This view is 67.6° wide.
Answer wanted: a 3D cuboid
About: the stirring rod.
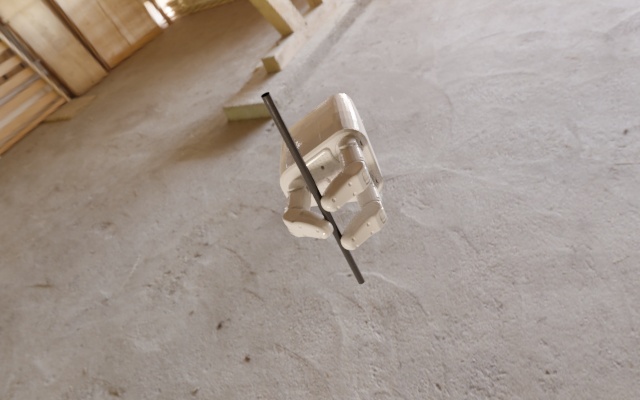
[{"bbox_3d":[0.000,0.002,0.458,0.011,0.240,0.011,-18,36,13],"label":"stirring rod"}]
